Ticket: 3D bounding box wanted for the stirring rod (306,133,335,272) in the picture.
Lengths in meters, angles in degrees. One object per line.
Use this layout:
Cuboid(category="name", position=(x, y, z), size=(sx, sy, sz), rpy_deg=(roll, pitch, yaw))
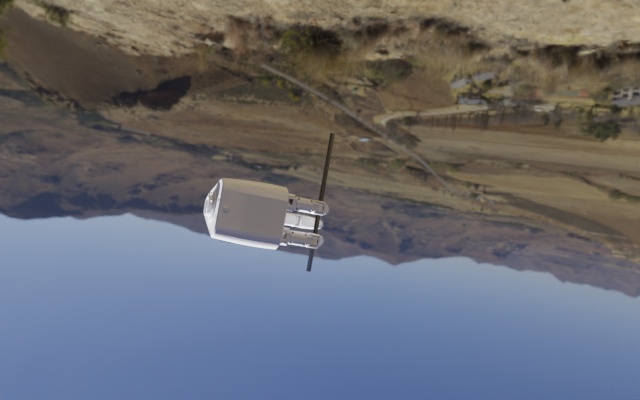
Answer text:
Cuboid(category="stirring rod", position=(0.000, 0.003, 0.820), size=(0.011, 0.239, 0.011), rpy_deg=(10, -2, 0))
